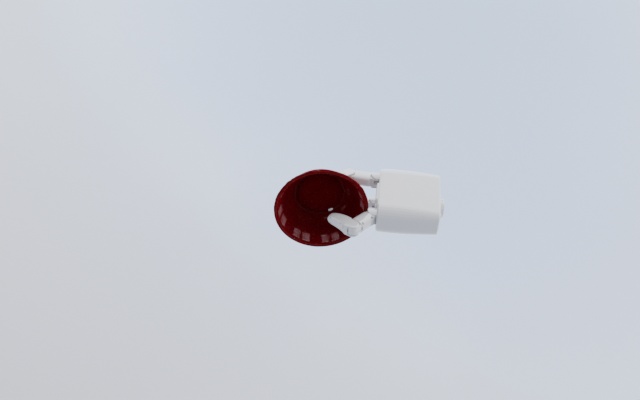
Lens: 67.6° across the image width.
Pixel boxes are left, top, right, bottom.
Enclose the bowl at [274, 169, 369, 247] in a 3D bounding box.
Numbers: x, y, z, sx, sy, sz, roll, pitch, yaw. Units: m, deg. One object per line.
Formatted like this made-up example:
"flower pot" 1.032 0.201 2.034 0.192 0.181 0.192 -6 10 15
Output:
"bowl" -0.001 0.002 0.830 0.162 0.162 0.055 0 36 -4
